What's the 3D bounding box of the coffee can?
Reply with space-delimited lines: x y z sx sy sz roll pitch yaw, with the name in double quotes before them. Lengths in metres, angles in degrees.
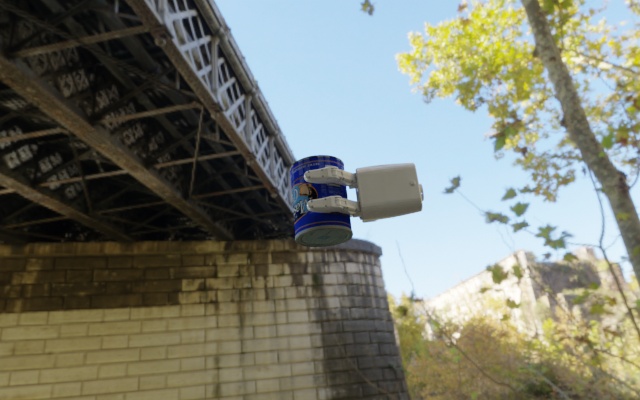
"coffee can" 0.000 0.003 0.866 0.103 0.140 0.103 -5 -22 -2
